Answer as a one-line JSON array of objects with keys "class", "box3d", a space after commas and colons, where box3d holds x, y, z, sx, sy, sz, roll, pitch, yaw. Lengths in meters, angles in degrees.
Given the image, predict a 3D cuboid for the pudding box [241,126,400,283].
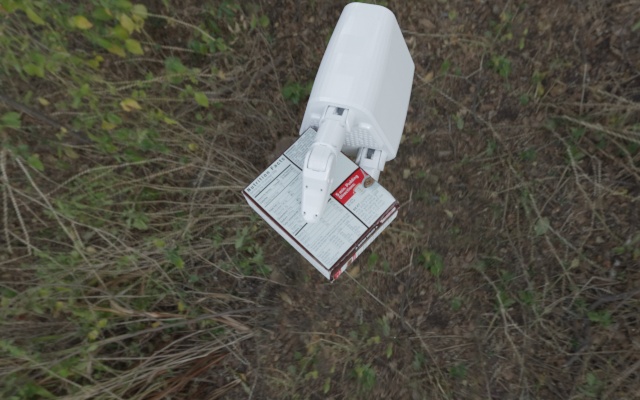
[{"class": "pudding box", "box3d": [0.000, 0.001, 0.425, 0.113, 0.090, 0.039, 42, -11, 20]}]
